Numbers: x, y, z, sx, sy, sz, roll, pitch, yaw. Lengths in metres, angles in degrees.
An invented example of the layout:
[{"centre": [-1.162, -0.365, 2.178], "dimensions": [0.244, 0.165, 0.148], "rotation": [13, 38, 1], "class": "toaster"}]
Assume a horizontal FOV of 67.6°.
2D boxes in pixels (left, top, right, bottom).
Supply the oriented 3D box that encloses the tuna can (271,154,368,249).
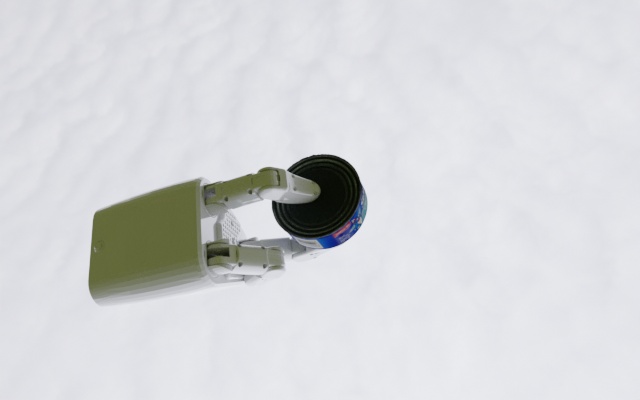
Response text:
[{"centre": [0.000, 0.002, 0.445], "dimensions": [0.086, 0.086, 0.034], "rotation": [0, -26, 20], "class": "tuna can"}]
